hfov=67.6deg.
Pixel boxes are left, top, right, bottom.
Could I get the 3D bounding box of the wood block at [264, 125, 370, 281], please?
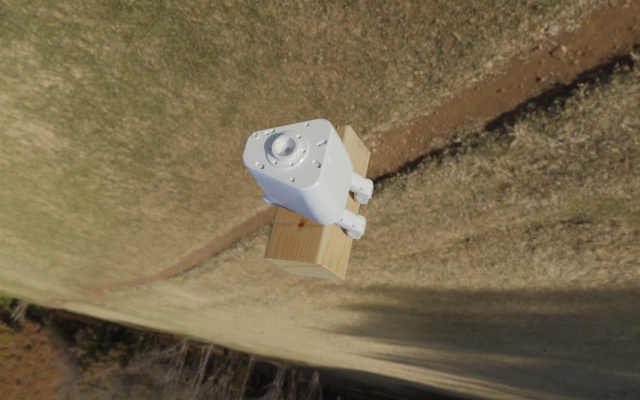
[{"bbox_3d":[0.000,0.002,0.703,0.091,0.206,0.090,2,-22,30],"label":"wood block"}]
